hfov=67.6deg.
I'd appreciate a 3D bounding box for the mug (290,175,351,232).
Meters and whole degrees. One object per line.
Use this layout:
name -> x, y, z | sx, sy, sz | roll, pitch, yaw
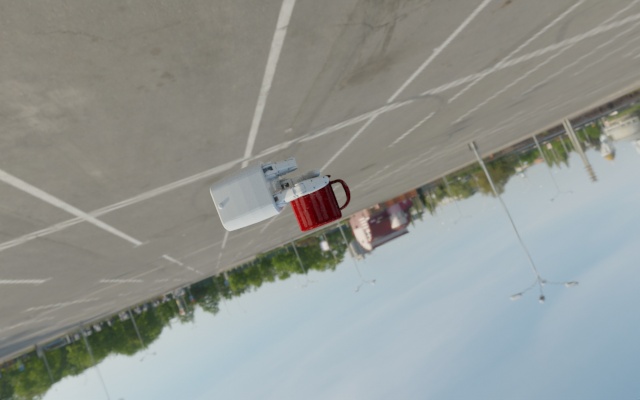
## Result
mug -> 0.002, 0.003, 0.873 | 0.117, 0.081, 0.093 | -22, -4, 14
